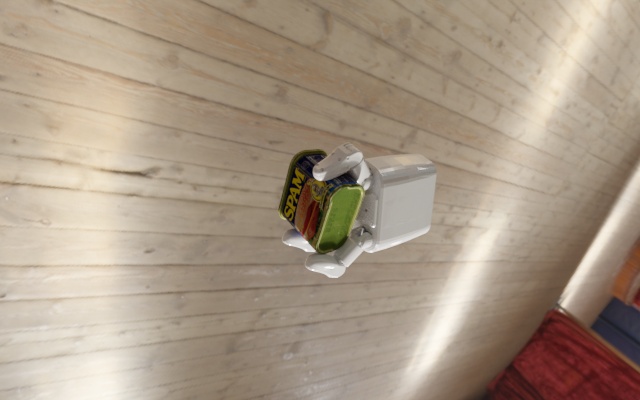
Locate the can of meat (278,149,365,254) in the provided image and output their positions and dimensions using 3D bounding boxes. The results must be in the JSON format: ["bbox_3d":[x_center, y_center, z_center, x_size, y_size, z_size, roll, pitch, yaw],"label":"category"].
[{"bbox_3d":[0.000,0.002,0.582,0.057,0.102,0.084,-8,38,-38],"label":"can of meat"}]
